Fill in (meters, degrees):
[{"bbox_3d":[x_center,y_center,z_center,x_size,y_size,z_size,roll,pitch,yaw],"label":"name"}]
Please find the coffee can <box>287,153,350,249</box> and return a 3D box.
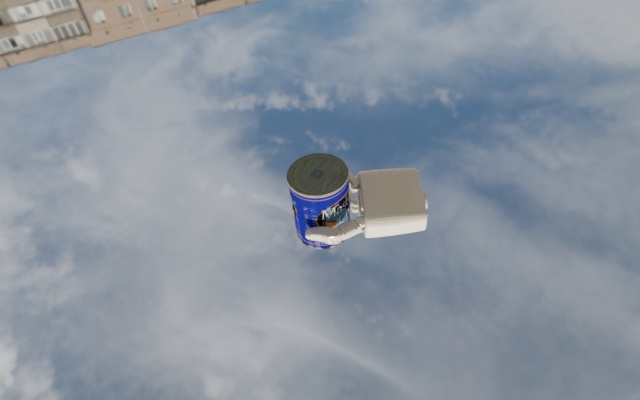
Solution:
[{"bbox_3d":[0.000,0.003,0.837,0.103,0.102,0.140,0,-43,6],"label":"coffee can"}]
